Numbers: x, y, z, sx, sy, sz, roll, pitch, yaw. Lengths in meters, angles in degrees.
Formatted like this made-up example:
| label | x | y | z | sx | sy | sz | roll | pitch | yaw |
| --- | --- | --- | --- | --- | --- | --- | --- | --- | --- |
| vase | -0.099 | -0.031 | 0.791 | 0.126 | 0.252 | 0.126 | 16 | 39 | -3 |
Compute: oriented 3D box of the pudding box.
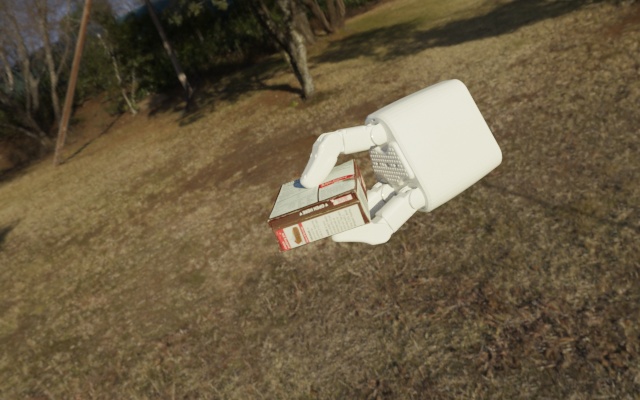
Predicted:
| label | x | y | z | sx | sy | sz | roll | pitch | yaw |
| --- | --- | --- | --- | --- | --- | --- | --- | --- | --- |
| pudding box | 0.000 | 0.001 | 0.480 | 0.090 | 0.039 | 0.113 | -20 | 16 | 9 |
